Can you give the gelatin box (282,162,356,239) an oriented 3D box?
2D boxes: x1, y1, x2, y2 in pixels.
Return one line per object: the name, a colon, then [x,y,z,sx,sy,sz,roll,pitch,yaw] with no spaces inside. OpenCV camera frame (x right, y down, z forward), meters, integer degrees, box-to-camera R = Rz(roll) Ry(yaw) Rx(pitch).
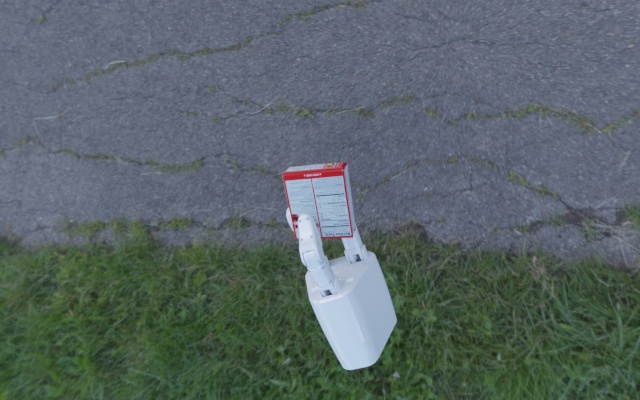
gelatin box: [0.000,0.002,0.567,0.073,0.089,0.030,-4,23,14]
